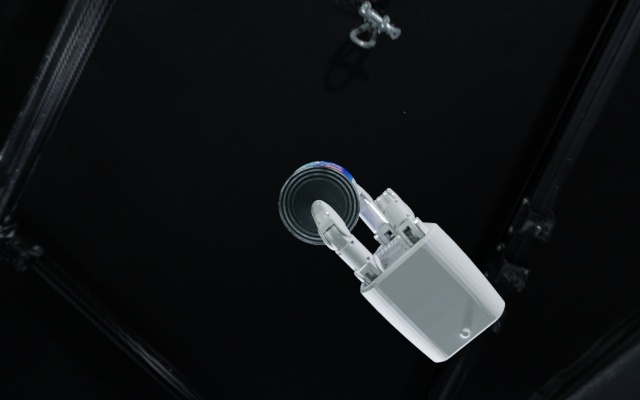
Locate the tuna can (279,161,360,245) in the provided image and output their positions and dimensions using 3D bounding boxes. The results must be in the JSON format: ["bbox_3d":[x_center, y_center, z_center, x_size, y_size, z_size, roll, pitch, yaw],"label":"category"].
[{"bbox_3d":[0.000,0.001,0.514,0.086,0.086,0.033,0,15,6],"label":"tuna can"}]
